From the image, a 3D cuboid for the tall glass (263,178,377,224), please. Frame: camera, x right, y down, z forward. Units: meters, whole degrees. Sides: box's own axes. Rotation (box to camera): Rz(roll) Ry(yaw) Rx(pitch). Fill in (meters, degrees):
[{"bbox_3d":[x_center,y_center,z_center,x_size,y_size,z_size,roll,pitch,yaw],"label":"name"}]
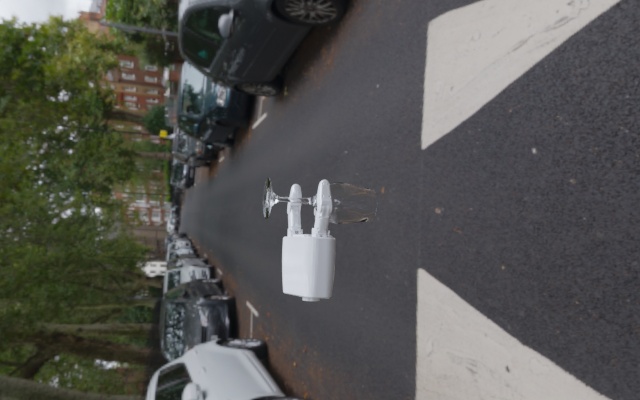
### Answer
[{"bbox_3d":[0.000,0.003,0.875,0.201,0.079,0.079,3,-1,-17],"label":"tall glass"}]
